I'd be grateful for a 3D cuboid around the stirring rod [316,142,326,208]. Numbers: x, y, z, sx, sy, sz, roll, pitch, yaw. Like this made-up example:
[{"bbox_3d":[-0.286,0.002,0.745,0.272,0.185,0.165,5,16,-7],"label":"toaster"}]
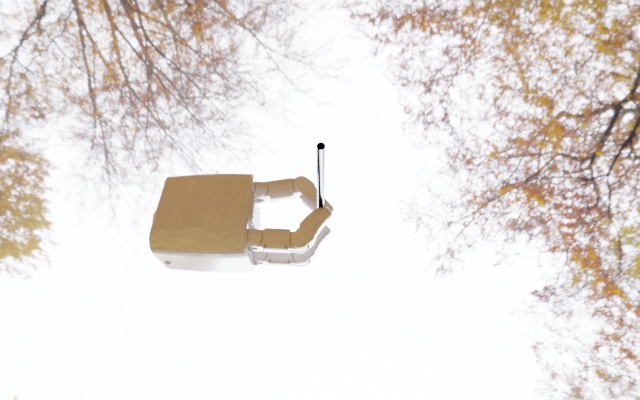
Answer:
[{"bbox_3d":[0.000,0.002,0.525,0.011,0.011,0.240,0,-24,0],"label":"stirring rod"}]
